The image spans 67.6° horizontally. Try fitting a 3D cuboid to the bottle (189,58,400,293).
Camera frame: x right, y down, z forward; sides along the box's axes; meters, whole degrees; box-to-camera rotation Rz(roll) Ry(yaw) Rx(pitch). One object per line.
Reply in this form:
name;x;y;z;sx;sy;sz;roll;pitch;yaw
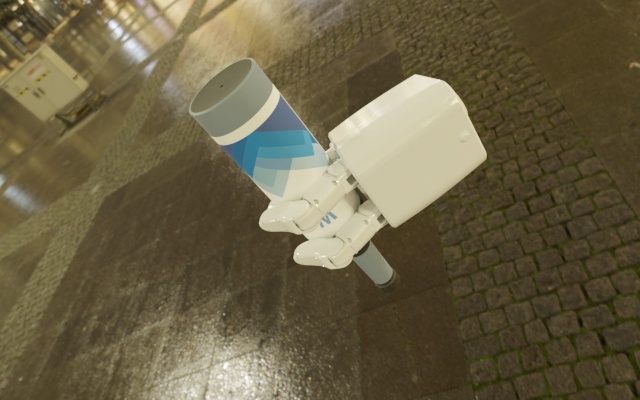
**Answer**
bottle;0.000;0.001;0.461;0.069;0.069;0.296;0;-39;43
